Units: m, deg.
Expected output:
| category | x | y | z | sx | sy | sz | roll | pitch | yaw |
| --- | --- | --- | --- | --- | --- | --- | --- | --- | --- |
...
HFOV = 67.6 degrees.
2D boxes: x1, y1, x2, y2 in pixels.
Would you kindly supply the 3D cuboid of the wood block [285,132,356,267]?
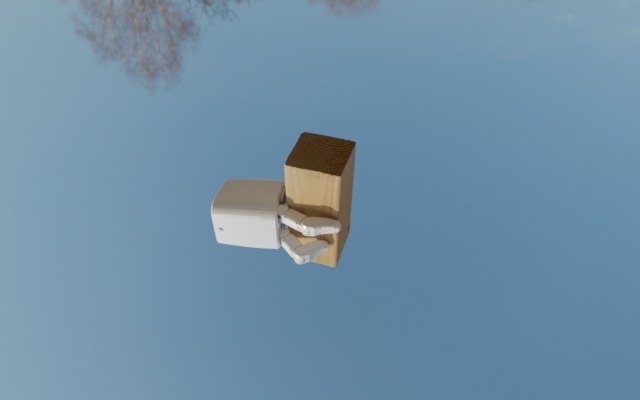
| category | x | y | z | sx | sy | sz | roll | pitch | yaw |
| --- | --- | --- | --- | --- | --- | --- | --- | --- | --- |
| wood block | 0.000 | 0.002 | 0.786 | 0.090 | 0.206 | 0.090 | 12 | 45 | 12 |
